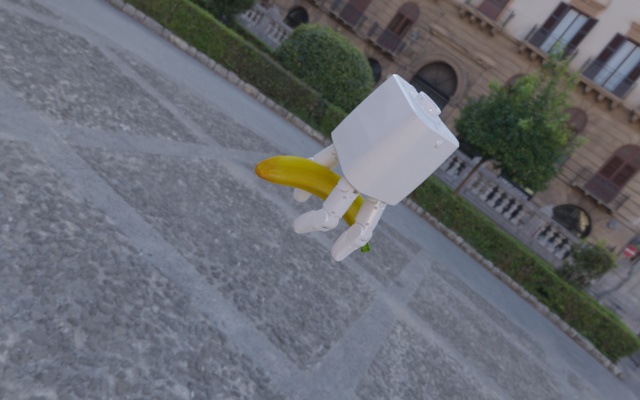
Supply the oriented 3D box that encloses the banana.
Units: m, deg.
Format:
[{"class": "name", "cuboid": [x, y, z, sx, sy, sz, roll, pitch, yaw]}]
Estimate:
[{"class": "banana", "cuboid": [0.004, -0.010, 0.595, 0.198, 0.069, 0.037, 36, -50, -30]}]
